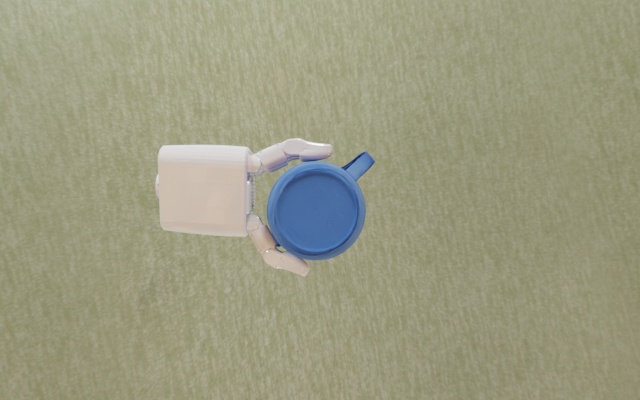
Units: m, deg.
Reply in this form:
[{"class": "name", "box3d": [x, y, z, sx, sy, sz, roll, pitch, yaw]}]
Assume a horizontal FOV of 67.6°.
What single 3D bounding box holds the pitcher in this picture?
[{"class": "pitcher", "box3d": [0.000, 0.002, 0.626, 0.145, 0.149, 0.243, 4, 1, -2]}]
